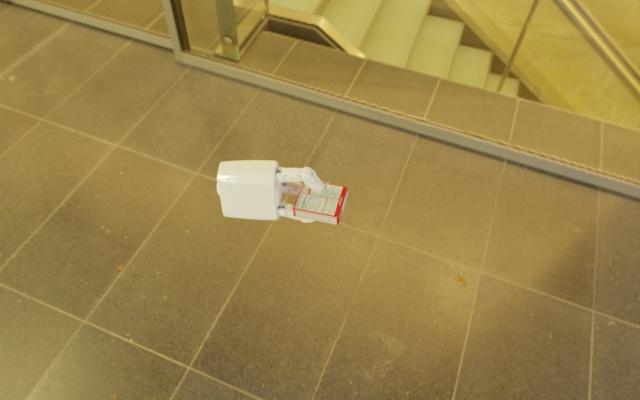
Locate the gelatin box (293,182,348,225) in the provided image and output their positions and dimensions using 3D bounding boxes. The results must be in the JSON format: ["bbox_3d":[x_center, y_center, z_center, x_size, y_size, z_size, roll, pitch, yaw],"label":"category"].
[{"bbox_3d":[0.000,0.003,0.899,0.089,0.073,0.030,10,-36,13],"label":"gelatin box"}]
